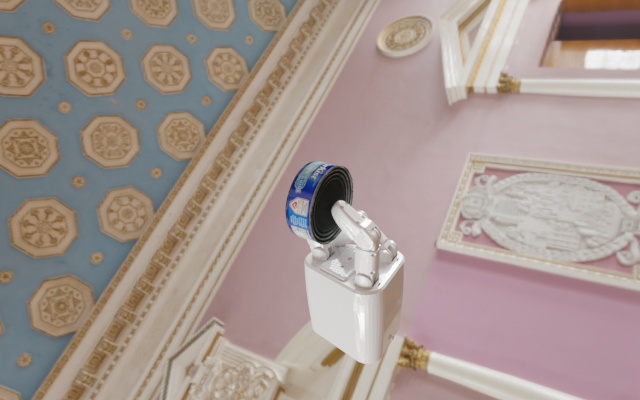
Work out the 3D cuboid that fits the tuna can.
[{"bbox_3d":[0.000,0.001,0.510,0.033,0.086,0.086,16,8,29],"label":"tuna can"}]
